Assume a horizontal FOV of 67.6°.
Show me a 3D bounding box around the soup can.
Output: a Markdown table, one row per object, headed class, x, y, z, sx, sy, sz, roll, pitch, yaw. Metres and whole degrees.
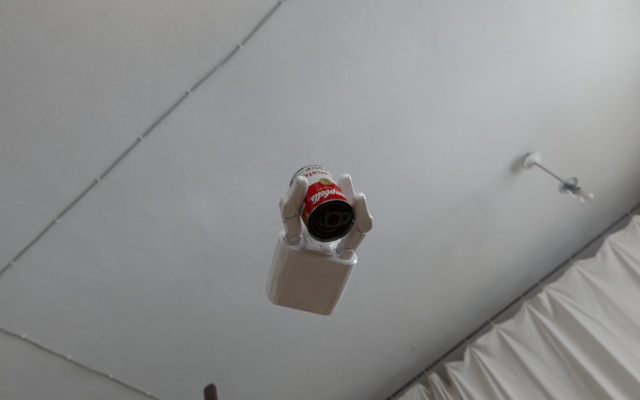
| class | x | y | z | sx | sy | sz | roll | pitch | yaw |
| --- | --- | --- | --- | --- | --- | --- | --- | --- | --- |
| soup can | 0.000 | 0.002 | 0.669 | 0.068 | 0.068 | 0.102 | 0 | 31 | -20 |
